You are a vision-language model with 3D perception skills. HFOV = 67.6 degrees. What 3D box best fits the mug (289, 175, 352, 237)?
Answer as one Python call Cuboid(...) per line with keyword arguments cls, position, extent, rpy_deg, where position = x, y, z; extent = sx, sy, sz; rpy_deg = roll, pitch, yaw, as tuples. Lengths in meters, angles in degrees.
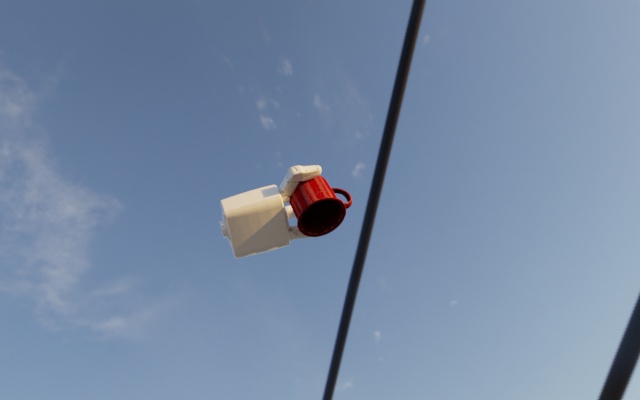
Cuboid(cls="mug", position=(0.001, 0.002, 0.875), extent=(0.117, 0.093, 0.081), rpy_deg=(-14, 44, -15))
